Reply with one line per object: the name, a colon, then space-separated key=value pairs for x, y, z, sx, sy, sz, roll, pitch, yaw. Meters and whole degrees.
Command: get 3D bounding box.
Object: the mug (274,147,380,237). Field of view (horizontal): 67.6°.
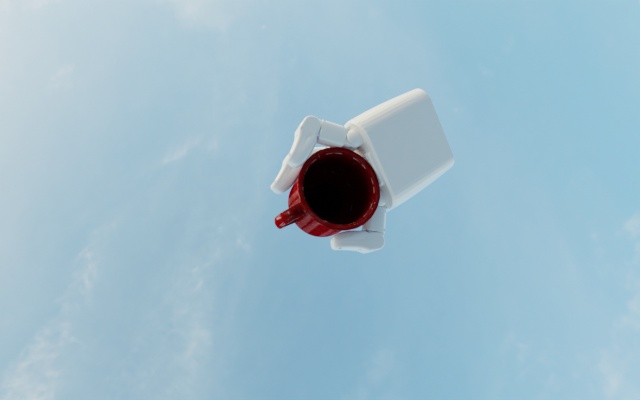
mug: x=-0.001 y=0.003 z=0.542 sx=0.117 sy=0.093 sz=0.081 roll=-30 pitch=-4 yaw=-21
